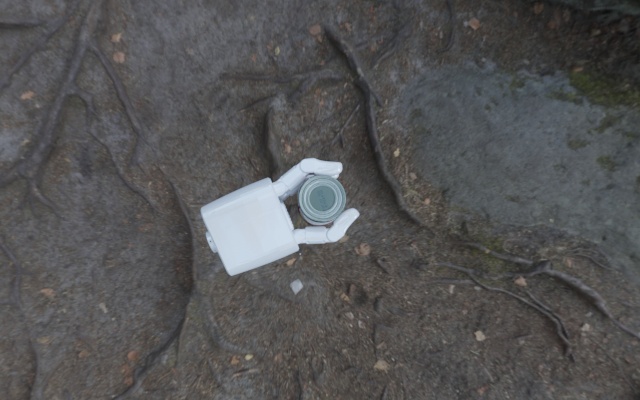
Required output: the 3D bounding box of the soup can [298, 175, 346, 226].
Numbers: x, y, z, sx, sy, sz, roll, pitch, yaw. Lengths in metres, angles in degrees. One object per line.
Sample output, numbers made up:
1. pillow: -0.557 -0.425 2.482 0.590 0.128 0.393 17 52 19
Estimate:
1. soup can: 0.001 0.002 0.694 0.068 0.068 0.102 0 -6 -2
